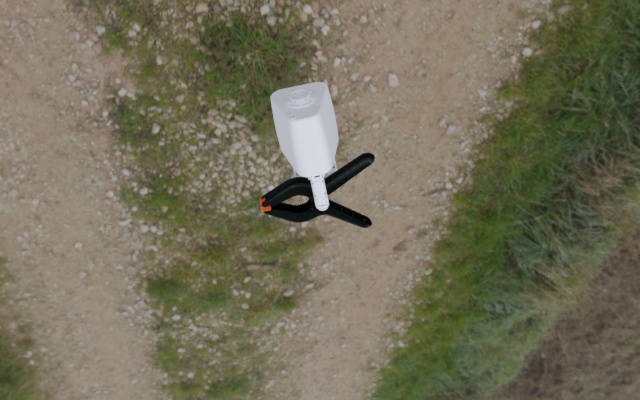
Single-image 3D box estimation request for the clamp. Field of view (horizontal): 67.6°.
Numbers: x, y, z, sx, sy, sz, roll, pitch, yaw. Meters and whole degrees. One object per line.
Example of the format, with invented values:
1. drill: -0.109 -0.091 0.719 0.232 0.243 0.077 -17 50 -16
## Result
1. clamp: 0.000 0.003 0.852 0.210 0.165 0.036 -12 40 0
